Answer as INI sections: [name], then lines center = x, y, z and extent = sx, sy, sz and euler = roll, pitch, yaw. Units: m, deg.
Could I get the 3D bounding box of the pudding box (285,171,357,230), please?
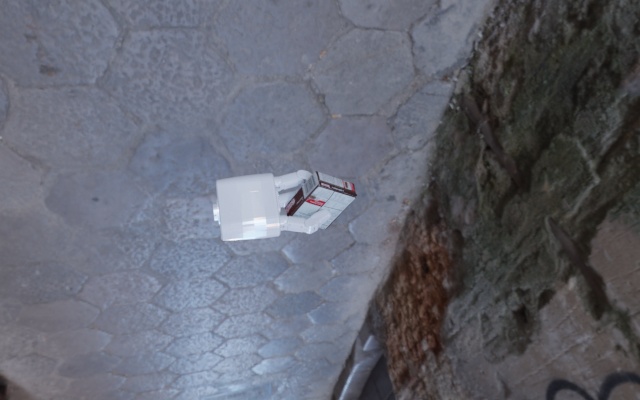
[pudding box]
center = 0.000, 0.003, 0.899
extent = 0.090, 0.039, 0.113
euler = 16, -45, -31
